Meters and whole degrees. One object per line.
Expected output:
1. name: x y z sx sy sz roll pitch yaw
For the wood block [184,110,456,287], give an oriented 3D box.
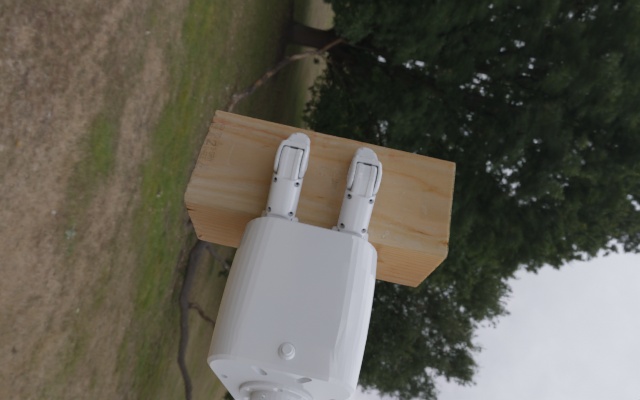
1. wood block: 0.000 0.002 0.420 0.206 0.090 0.091 13 -27 0
